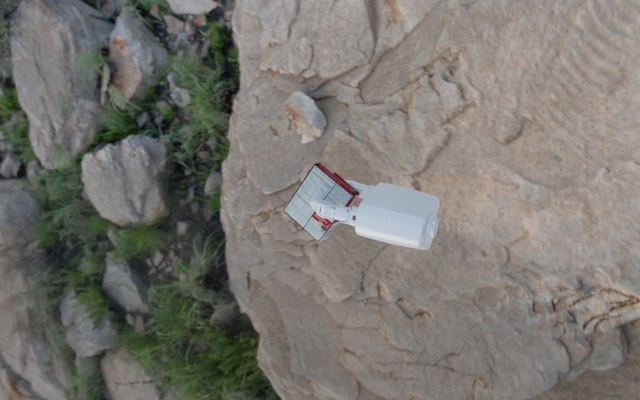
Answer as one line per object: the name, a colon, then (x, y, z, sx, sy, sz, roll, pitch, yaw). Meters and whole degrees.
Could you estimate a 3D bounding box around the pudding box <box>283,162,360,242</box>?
pudding box: (0.000, 0.003, 0.836, 0.090, 0.113, 0.039, 41, 22, 13)
